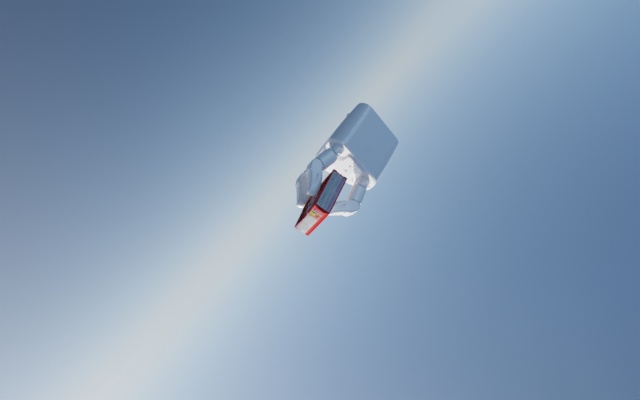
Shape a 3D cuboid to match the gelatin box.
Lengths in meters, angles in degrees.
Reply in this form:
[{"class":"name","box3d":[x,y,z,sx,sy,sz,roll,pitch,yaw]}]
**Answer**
[{"class":"gelatin box","box3d":[0.000,0.003,0.754,0.030,0.089,0.073,34,-42,-8]}]
